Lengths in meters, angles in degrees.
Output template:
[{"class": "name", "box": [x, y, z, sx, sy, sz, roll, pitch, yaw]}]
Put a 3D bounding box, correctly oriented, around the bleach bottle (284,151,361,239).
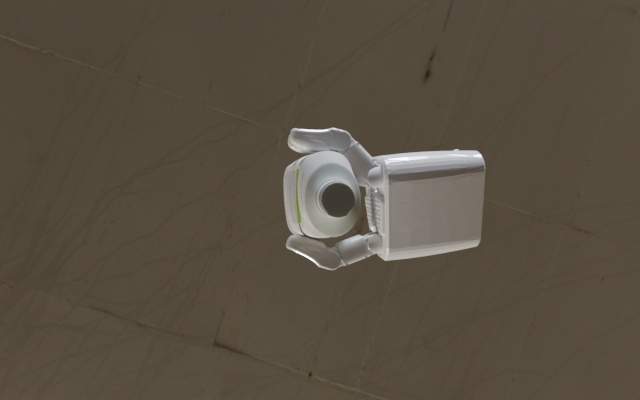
[{"class": "bleach bottle", "box": [0.000, 0.002, 0.506, 0.068, 0.102, 0.251, -7, 4, -6]}]
